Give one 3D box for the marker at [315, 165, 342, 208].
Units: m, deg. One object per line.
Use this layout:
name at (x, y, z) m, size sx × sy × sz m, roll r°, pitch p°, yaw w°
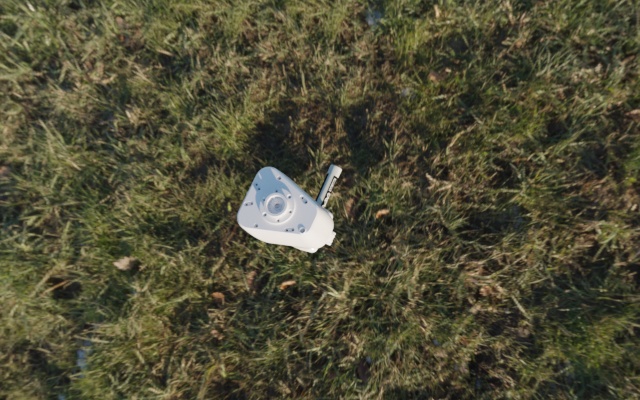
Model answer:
marker at (0.000, 0.002, 0.737) m, size 0.020 × 0.121 × 0.020 m, roll 24°, pitch -7°, yaw 3°
